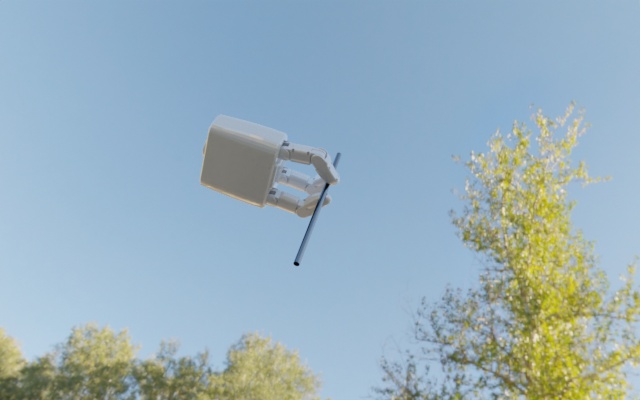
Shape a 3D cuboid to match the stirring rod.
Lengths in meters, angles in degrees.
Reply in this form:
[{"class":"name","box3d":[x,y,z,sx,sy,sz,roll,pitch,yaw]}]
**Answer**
[{"class":"stirring rod","box3d":[0.000,0.002,0.672,0.011,0.011,0.239,0,39,18]}]
